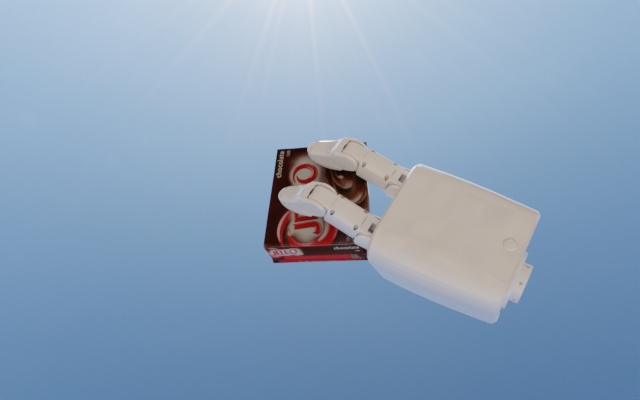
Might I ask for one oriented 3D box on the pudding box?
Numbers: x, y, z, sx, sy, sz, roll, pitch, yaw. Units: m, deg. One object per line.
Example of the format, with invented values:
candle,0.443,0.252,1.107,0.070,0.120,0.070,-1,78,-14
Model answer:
pudding box,0.000,0.002,0.445,0.090,0.113,0.039,-3,-36,10
